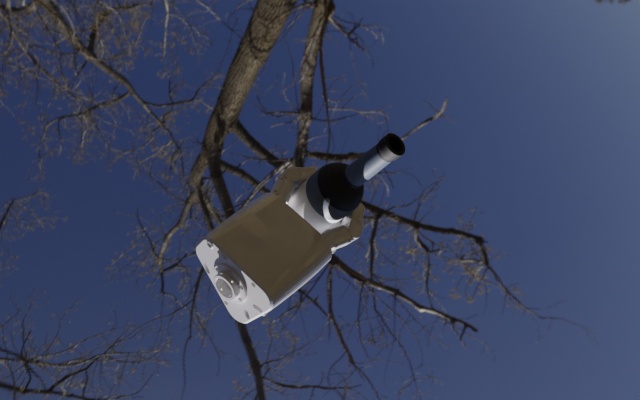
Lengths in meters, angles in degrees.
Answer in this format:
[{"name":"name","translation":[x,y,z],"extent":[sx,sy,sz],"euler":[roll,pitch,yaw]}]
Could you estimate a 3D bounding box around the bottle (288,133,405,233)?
[{"name":"bottle","translation":[0.000,0.002,0.611],"extent":[0.069,0.069,0.296],"euler":[0,-25,-36]}]
